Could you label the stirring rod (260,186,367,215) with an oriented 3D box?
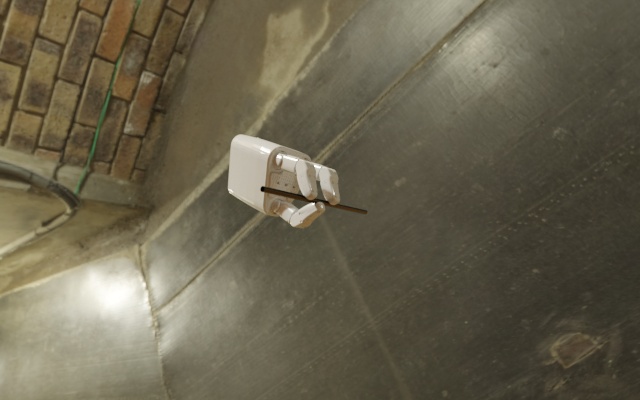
[{"bbox_3d":[0.000,0.002,0.713,0.011,0.011,0.239,0,-8,39],"label":"stirring rod"}]
